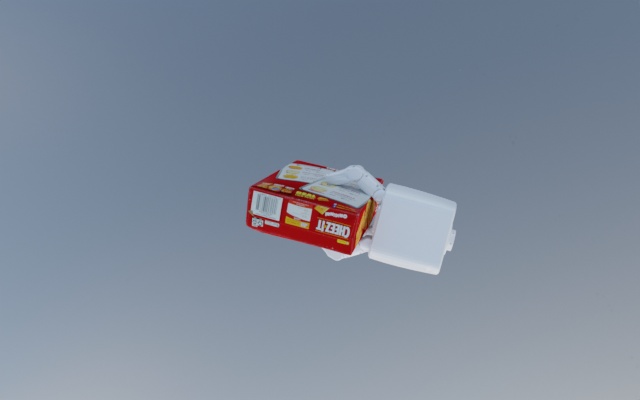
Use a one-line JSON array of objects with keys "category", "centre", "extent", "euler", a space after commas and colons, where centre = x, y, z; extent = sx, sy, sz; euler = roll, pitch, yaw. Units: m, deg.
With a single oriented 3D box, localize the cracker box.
[{"category": "cracker box", "centre": [0.000, 0.002, 0.758], "extent": [0.164, 0.072, 0.213], "euler": [14, 18, 12]}]
